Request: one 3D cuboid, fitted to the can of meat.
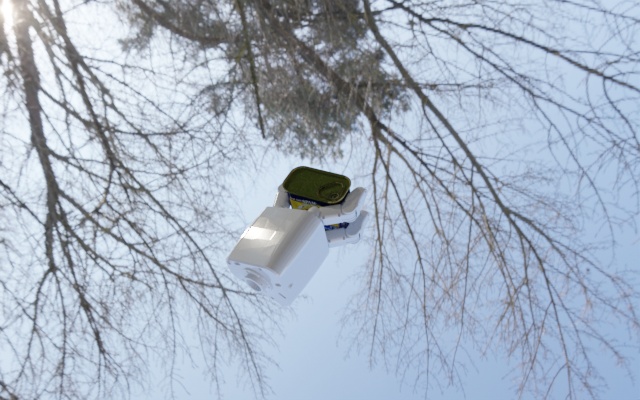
[{"bbox_3d":[0.000,0.003,0.734,0.102,0.057,0.084,15,-39,25],"label":"can of meat"}]
